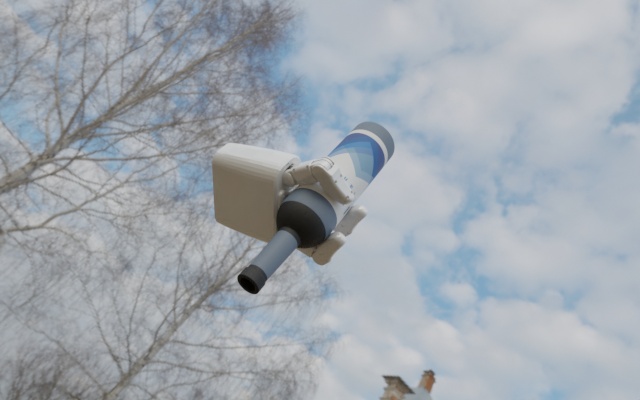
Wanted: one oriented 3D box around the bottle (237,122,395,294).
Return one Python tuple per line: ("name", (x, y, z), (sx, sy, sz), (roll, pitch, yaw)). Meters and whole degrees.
("bottle", (0.000, 0.002, 0.581), (0.069, 0.069, 0.295), (0, 35, 38))
